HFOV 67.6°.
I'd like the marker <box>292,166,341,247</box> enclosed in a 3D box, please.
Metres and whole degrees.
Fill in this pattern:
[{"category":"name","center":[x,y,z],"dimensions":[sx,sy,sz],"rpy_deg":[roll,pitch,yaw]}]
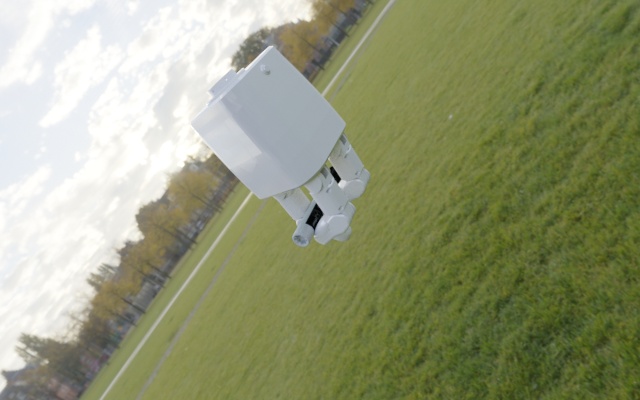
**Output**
[{"category":"marker","center":[0.000,0.002,0.519],"dimensions":[0.020,0.020,0.121],"rpy_deg":[0,39,26]}]
